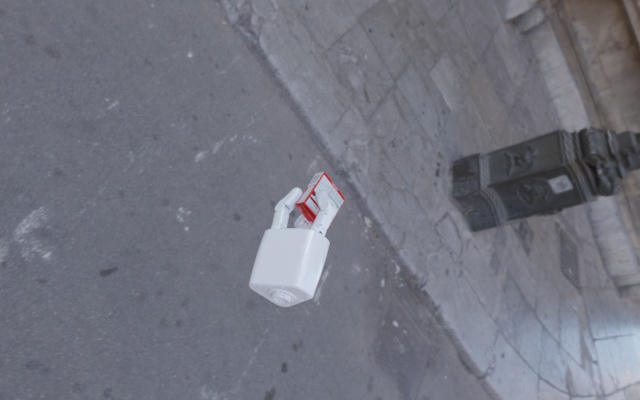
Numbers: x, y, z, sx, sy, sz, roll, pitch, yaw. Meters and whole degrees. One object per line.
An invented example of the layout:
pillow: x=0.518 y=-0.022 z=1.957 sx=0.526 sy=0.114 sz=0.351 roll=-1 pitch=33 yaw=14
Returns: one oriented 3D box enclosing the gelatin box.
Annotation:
gelatin box: x=0.001 y=0.003 z=0.887 sx=0.030 sy=0.073 sz=0.089 roll=-13 pitch=35 yaw=44
